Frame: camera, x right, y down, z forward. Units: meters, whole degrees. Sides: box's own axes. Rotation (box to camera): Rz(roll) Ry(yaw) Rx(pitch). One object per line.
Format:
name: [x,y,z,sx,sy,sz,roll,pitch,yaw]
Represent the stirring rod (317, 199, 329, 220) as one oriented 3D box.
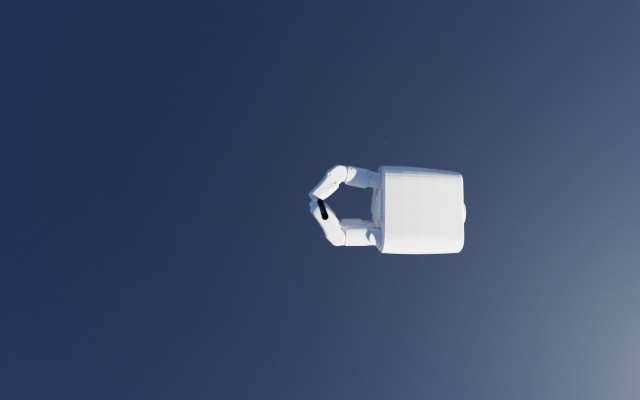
stirring rod: [0.000,0.002,0.622,0.011,0.011,0.239,0,7,-2]
